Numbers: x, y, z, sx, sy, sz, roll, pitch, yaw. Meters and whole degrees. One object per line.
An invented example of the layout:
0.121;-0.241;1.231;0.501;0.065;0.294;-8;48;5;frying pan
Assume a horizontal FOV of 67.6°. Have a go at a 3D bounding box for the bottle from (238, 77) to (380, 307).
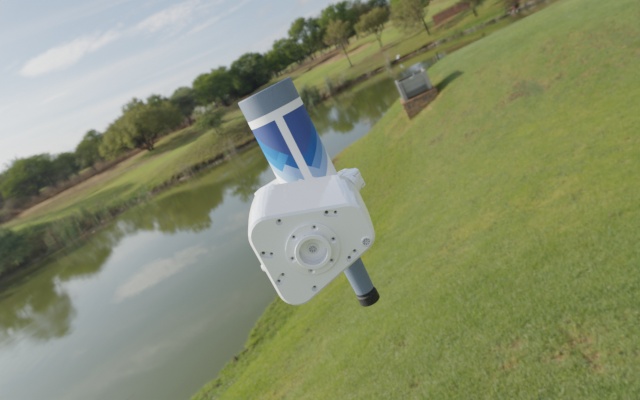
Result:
0.000;0.002;0.577;0.069;0.296;0.069;-25;15;7;bottle
